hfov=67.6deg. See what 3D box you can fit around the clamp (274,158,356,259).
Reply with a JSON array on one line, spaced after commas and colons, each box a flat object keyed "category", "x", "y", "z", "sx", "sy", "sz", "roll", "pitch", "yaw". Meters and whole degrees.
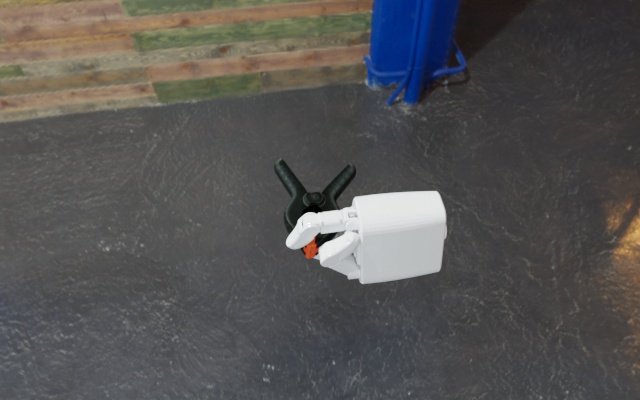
[{"category": "clamp", "x": 0.000, "y": 0.002, "z": 0.665, "sx": 0.120, "sy": 0.171, "sz": 0.039, "roll": -7, "pitch": -39, "yaw": -3}]
